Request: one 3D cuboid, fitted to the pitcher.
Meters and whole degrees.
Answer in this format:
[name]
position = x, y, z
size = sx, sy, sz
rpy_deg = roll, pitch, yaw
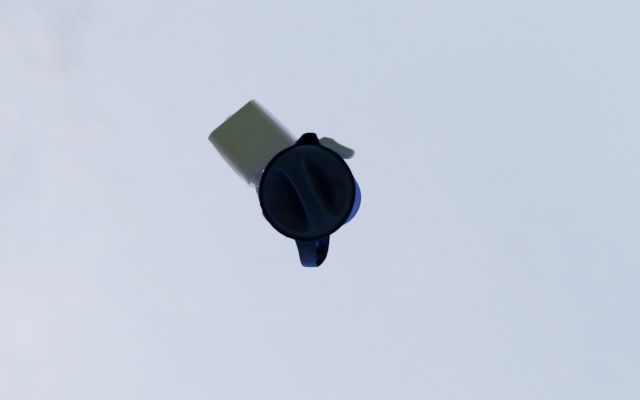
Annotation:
[pitcher]
position = 0.000, 0.002, 0.750
size = 0.145, 0.149, 0.243
rpy_deg = 44, 6, 9
